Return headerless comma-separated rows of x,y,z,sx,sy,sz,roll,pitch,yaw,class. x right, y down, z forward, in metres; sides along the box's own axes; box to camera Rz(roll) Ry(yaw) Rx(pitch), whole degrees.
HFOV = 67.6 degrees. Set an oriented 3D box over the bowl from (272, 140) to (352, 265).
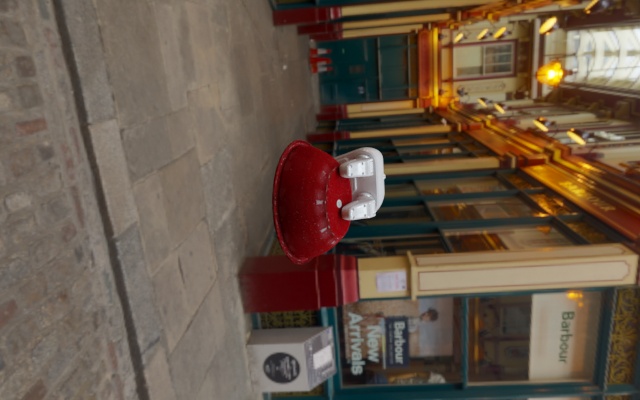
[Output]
0.000,0.003,0.610,0.055,0.162,0.162,0,0,24,bowl
